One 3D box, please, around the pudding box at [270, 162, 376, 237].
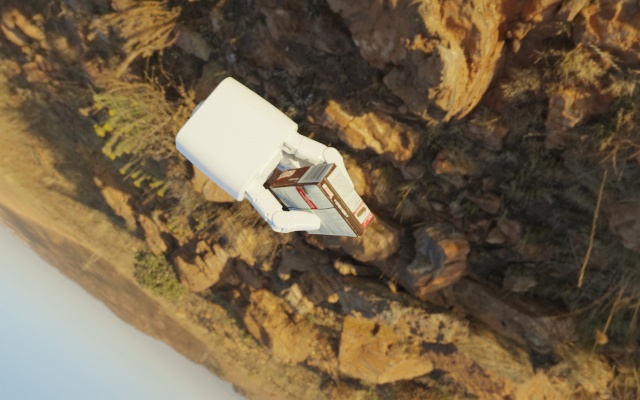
[{"bbox_3d":[0.000,0.002,0.592,0.039,0.090,0.113,-50,25,-24],"label":"pudding box"}]
